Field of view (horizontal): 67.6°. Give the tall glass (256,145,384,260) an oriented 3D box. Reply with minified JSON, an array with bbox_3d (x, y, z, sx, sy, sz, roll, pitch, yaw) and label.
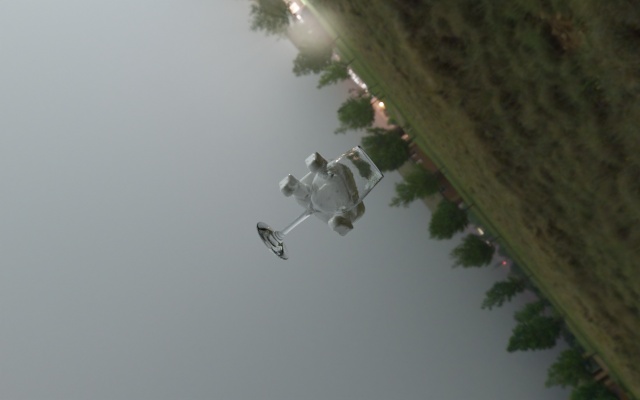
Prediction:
[{"bbox_3d":[0.000,0.003,0.733,0.201,0.079,0.079,-39,-9,11],"label":"tall glass"}]
